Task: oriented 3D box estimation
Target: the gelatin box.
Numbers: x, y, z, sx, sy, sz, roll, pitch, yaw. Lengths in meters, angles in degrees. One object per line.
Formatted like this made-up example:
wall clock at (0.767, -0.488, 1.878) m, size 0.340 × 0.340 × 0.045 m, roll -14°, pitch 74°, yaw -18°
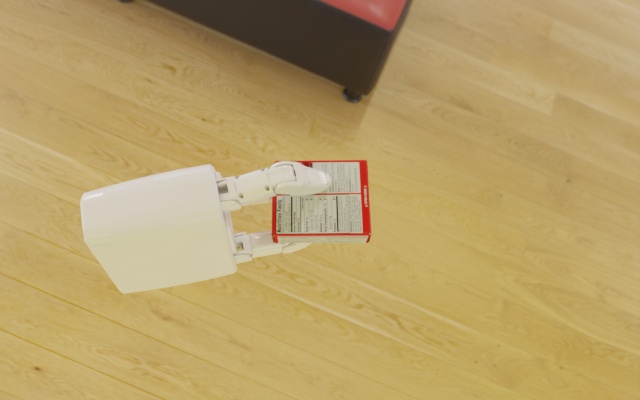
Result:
gelatin box at (0.000, 0.001, 0.437) m, size 0.089 × 0.073 × 0.030 m, roll -1°, pitch -21°, yaw -1°
